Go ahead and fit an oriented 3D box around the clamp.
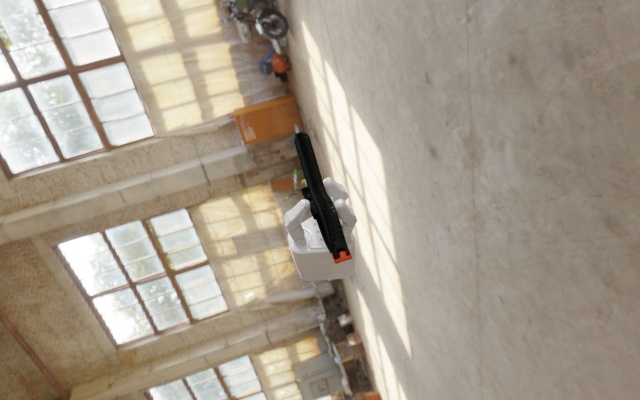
[{"bbox_3d":[0.000,0.003,0.767,0.036,0.209,0.165,-18,-39,-7],"label":"clamp"}]
